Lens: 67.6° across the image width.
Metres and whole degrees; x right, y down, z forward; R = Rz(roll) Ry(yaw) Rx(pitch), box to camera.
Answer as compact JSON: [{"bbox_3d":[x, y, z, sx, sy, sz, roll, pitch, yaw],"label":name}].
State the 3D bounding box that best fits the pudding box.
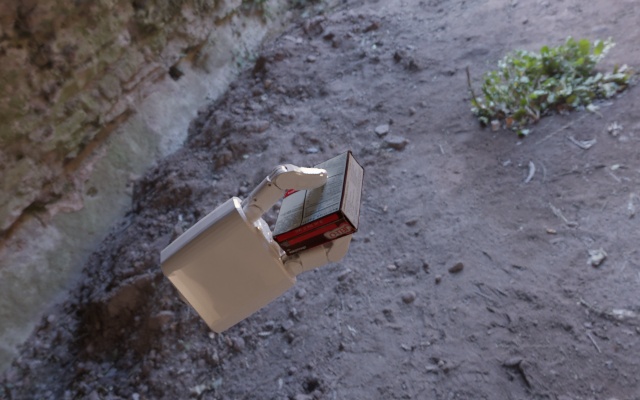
[{"bbox_3d":[0.000,0.002,0.539,0.090,0.039,0.113,-21,35,26],"label":"pudding box"}]
